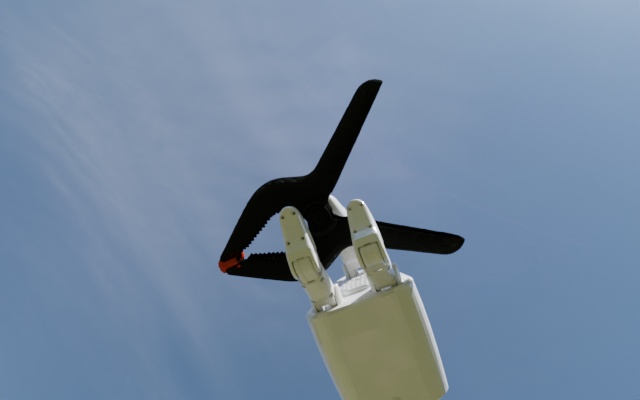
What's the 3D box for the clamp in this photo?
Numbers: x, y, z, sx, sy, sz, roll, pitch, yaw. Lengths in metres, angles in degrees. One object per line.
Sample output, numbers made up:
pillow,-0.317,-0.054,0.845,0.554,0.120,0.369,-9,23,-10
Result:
clamp,0.000,0.002,0.422,0.210,0.164,0.036,-21,3,8
